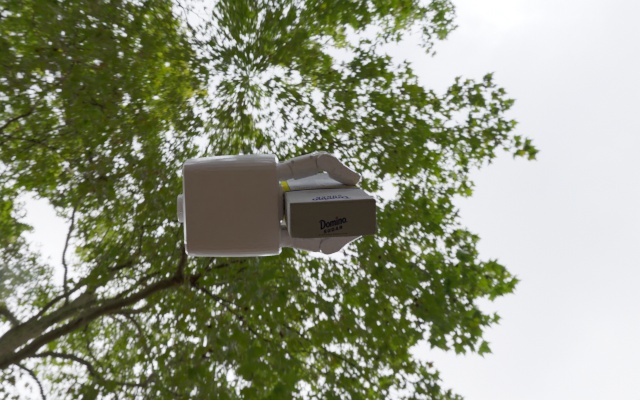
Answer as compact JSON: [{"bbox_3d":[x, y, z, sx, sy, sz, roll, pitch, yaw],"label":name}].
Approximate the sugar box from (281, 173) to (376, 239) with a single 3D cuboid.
[{"bbox_3d":[0.000,0.002,0.572,0.093,0.048,0.176,-3,15,-8],"label":"sugar box"}]
